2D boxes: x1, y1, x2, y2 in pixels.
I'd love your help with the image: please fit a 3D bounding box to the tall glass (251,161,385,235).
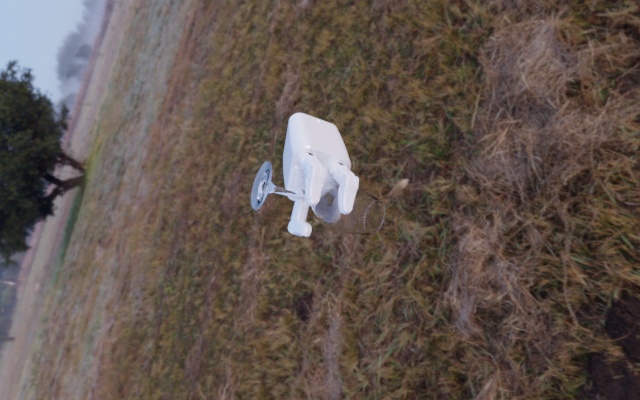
[{"bbox_3d":[0.000,0.002,0.735,0.201,0.079,0.079,16,-7,-24],"label":"tall glass"}]
